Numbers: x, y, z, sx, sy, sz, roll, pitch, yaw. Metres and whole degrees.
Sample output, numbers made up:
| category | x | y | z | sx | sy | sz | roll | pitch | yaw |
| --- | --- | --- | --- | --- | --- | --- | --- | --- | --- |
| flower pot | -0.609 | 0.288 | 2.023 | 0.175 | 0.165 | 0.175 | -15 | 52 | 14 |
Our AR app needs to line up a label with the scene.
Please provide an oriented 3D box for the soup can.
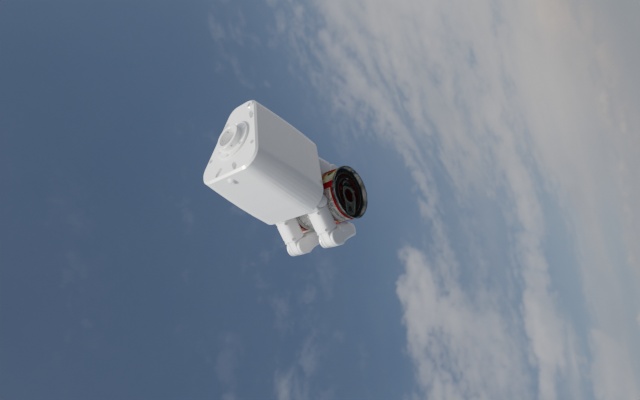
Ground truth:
| category | x | y | z | sx | sy | sz | roll | pitch | yaw |
| --- | --- | --- | --- | --- | --- | --- | --- | --- | --- |
| soup can | 0.000 | 0.002 | 0.621 | 0.102 | 0.068 | 0.068 | -18 | -11 | 37 |
